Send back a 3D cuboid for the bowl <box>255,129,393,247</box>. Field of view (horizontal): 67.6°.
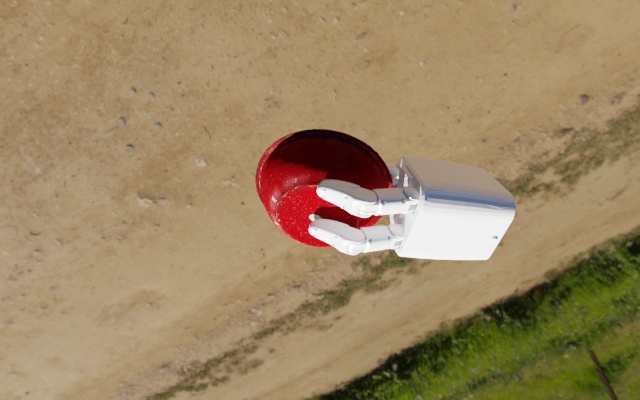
[{"bbox_3d":[-0.001,0.002,0.539,0.162,0.162,0.055,0,40,9],"label":"bowl"}]
